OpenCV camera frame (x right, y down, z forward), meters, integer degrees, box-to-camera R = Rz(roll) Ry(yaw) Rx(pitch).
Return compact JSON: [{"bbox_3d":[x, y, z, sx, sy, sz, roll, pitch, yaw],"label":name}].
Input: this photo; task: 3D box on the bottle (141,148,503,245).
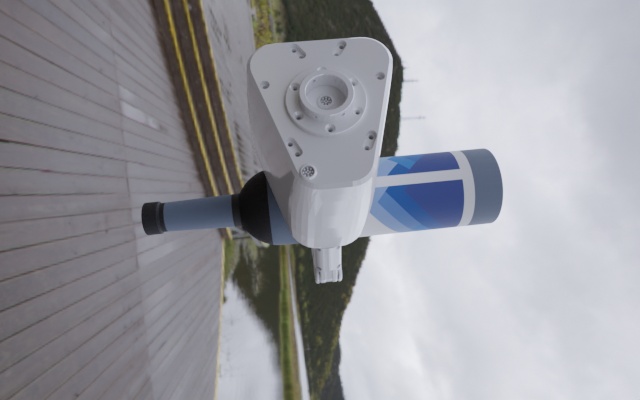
[{"bbox_3d":[0.000,0.001,0.410,0.296,0.069,0.069,-6,0,-4],"label":"bottle"}]
